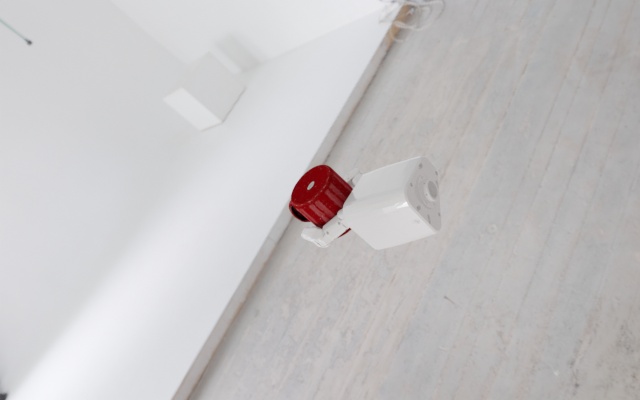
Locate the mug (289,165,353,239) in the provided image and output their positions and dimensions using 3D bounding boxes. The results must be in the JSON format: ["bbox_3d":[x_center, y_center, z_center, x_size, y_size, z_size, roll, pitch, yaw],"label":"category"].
[{"bbox_3d":[-0.001,0.003,0.741,0.117,0.093,0.081,-20,-49,38],"label":"mug"}]
